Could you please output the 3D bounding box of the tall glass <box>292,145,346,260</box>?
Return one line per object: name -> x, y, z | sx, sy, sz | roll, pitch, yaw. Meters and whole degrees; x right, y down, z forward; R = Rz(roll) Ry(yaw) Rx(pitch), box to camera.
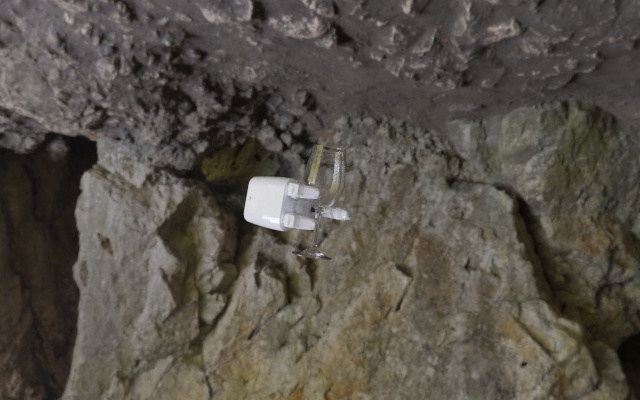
tall glass -> 0.000, 0.004, 0.872 | 0.079, 0.201, 0.079 | 10, -1, 0
